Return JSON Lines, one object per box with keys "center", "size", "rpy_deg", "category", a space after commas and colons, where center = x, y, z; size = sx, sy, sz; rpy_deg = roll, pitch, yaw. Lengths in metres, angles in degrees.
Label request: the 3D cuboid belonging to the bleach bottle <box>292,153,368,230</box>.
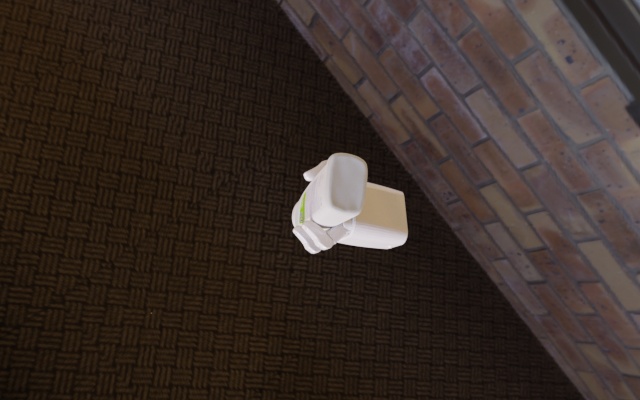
{"center": [0.000, 0.003, 0.841], "size": [0.068, 0.102, 0.251], "rpy_deg": [12, -16, -17], "category": "bleach bottle"}
